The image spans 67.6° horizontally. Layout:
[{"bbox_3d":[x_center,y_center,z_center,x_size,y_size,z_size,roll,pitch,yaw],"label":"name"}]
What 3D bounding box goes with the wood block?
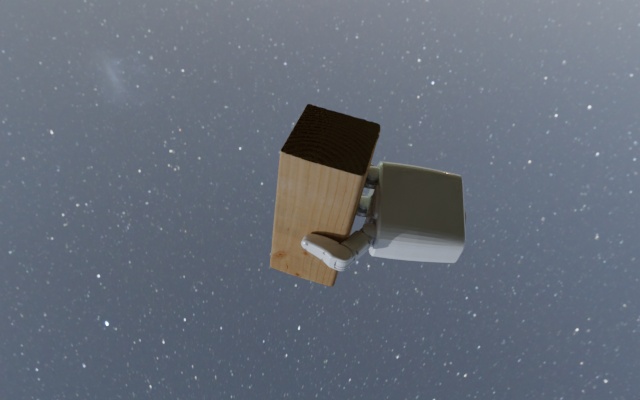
[{"bbox_3d":[0.000,0.002,0.576,0.090,0.090,0.206,17,-43,6],"label":"wood block"}]
